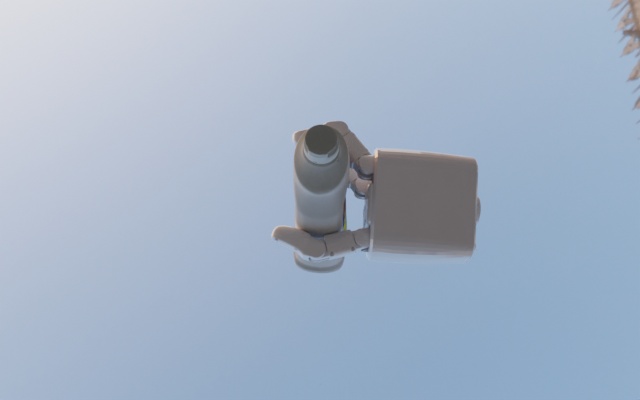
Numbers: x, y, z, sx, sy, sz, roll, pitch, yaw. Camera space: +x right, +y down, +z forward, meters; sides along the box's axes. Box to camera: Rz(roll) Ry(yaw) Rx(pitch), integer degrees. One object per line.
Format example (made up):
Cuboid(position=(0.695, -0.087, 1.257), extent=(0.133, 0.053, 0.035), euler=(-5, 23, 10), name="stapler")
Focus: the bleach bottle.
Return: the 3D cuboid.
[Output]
Cuboid(position=(0.000, 0.002, 0.514), extent=(0.068, 0.102, 0.251), euler=(4, -21, 1), name="bleach bottle")
